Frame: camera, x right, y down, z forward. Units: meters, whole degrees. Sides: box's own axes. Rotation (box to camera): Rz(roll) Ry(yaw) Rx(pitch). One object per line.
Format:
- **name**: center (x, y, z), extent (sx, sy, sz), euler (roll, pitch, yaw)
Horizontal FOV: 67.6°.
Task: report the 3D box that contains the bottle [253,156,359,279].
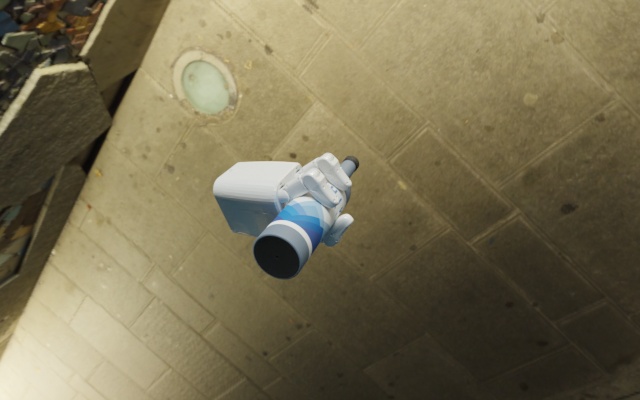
- **bottle**: center (0.000, 0.002, 0.699), extent (0.069, 0.069, 0.295), euler (0, 27, 24)
